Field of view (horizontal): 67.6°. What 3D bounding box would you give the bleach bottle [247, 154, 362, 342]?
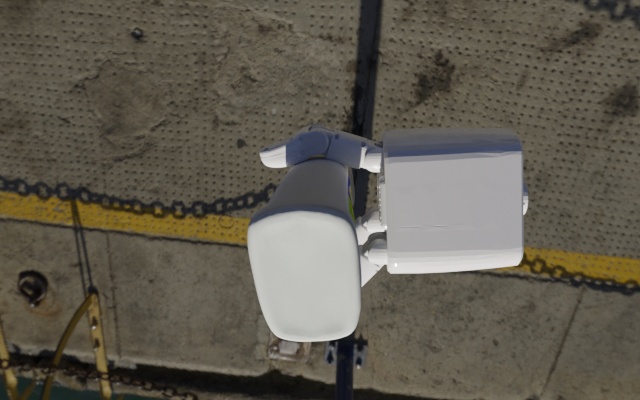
[{"bbox_3d":[0.000,0.001,0.406,0.068,0.103,0.250,-4,23,6],"label":"bleach bottle"}]
